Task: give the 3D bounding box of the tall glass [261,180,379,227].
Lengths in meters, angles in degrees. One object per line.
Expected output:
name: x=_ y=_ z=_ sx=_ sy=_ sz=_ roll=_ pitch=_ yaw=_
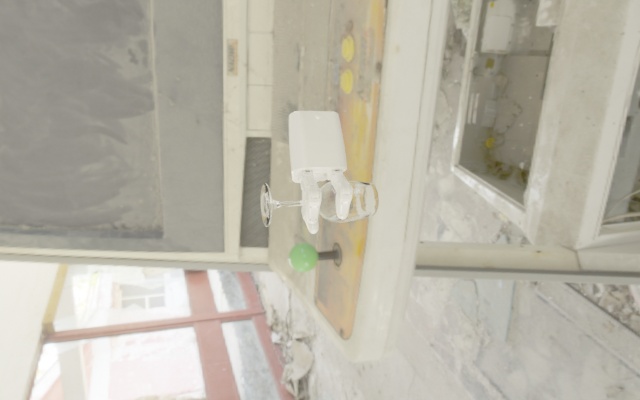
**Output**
tall glass: x=-0.001 y=0.003 z=0.845 sx=0.201 sy=0.079 sz=0.079 roll=-3 pitch=1 yaw=-20
